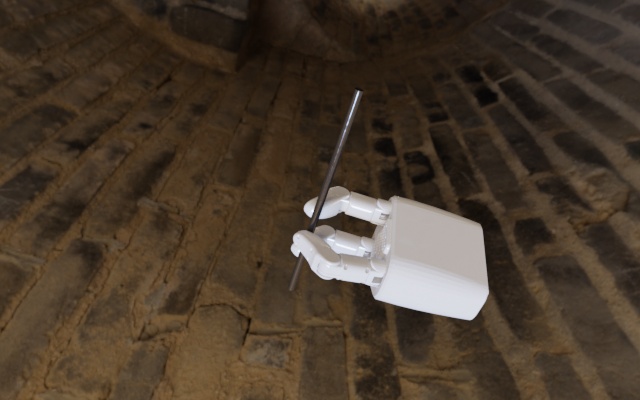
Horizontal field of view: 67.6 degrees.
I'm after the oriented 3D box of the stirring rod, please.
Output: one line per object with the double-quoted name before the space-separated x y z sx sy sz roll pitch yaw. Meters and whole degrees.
"stirring rod" 0.000 0.002 0.474 0.011 0.240 0.011 14 32 -9
